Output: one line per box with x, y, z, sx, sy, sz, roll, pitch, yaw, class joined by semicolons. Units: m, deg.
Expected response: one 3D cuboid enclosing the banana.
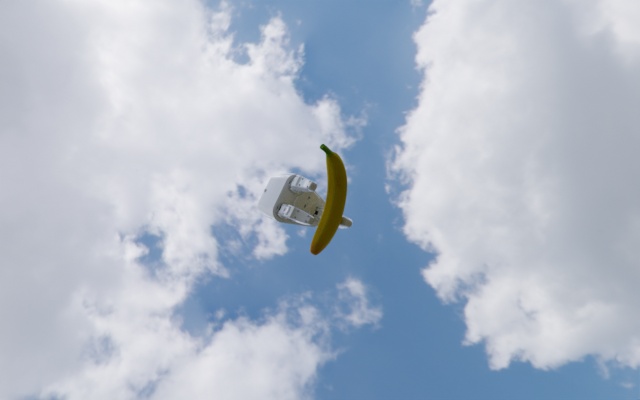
0.016;0.000;0.859;0.069;0.198;0.037;0;7;-31;banana
